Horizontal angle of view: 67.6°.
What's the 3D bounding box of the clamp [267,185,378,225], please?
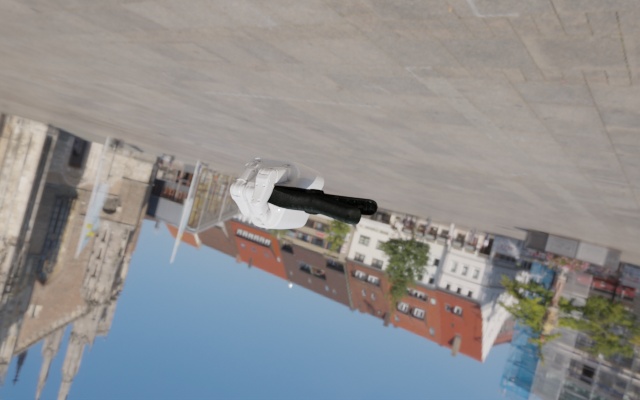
[{"bbox_3d":[0.000,0.003,0.701,0.171,0.039,0.120,15,5,25],"label":"clamp"}]
